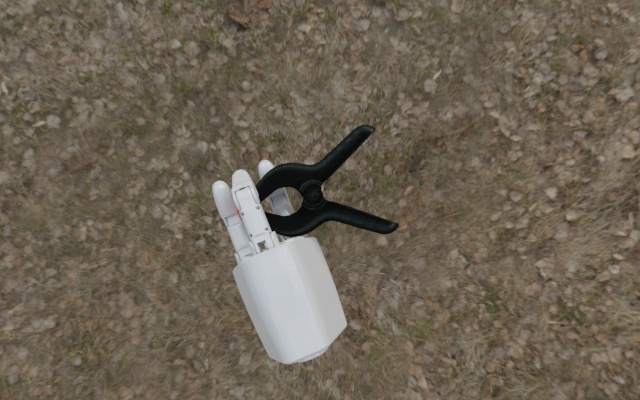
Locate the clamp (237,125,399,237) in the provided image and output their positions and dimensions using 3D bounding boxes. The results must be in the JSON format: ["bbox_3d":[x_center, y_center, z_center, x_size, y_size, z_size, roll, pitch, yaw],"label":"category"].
[{"bbox_3d":[0.000,0.002,0.513,0.171,0.120,0.039,-23,-5,-2],"label":"clamp"}]
